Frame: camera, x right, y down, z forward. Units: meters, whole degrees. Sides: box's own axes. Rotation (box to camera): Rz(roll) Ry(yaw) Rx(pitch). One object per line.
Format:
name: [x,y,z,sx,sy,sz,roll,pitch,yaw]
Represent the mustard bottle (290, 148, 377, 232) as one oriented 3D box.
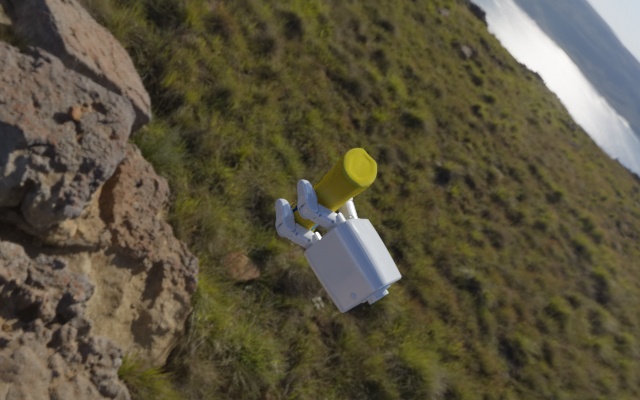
mustard bottle: [0.000,0.002,0.733,0.192,0.058,0.096,-42,7,35]
